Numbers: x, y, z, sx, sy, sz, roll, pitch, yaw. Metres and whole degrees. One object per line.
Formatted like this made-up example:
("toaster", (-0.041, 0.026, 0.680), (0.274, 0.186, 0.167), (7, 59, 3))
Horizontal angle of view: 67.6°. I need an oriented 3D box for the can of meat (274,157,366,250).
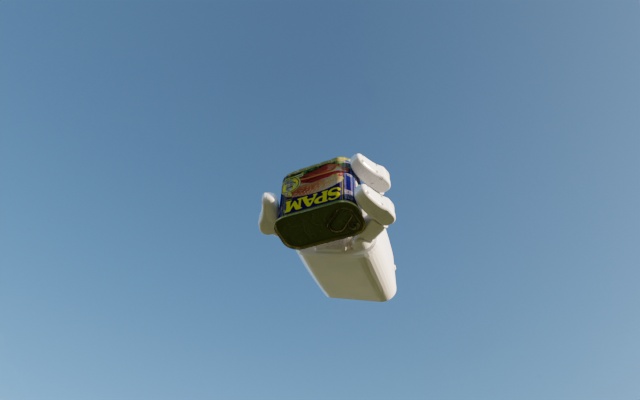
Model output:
("can of meat", (0.000, 0.002, 0.569), (0.102, 0.083, 0.057), (-16, -49, 16))
